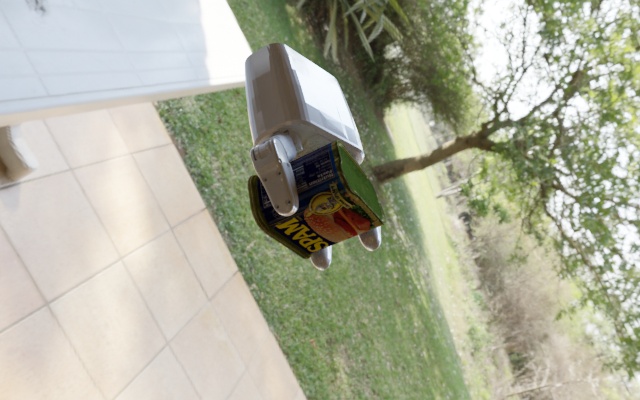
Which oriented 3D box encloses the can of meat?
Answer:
[{"bbox_3d":[0.000,0.001,0.420,0.084,0.057,0.102,-24,-34,17],"label":"can of meat"}]
